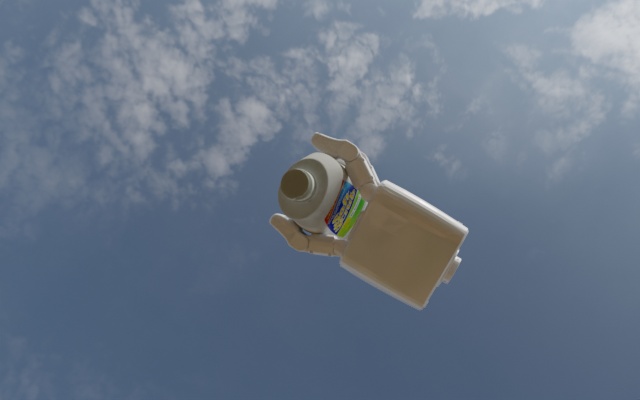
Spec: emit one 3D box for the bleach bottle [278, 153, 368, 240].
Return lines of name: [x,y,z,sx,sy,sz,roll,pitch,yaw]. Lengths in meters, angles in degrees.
bleach bottle: [0.000,0.002,0.573,0.068,0.102,0.251,31,3,14]
